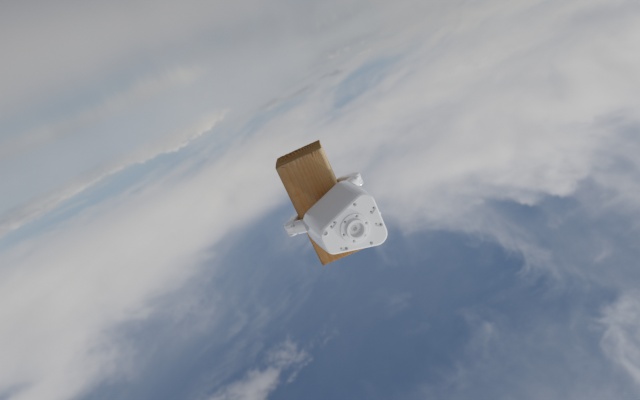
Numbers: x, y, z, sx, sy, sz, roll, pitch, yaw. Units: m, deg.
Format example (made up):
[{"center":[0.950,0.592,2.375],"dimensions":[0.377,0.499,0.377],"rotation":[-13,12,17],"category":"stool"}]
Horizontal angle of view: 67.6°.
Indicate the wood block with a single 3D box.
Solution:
[{"center":[0.000,0.003,0.899],"dimensions":[0.091,0.206,0.090],"rotation":[-23,17,4],"category":"wood block"}]
